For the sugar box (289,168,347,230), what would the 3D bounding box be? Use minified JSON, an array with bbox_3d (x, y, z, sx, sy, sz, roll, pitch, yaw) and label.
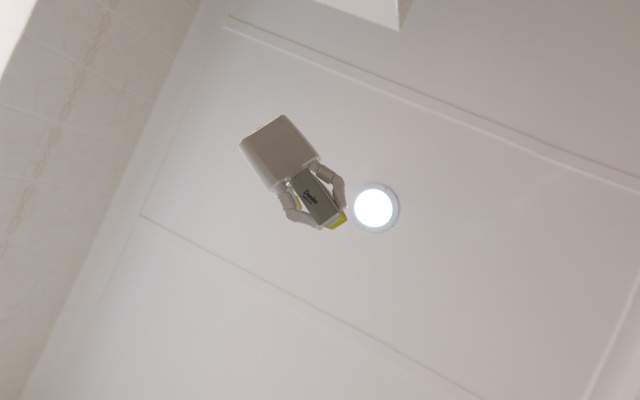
[{"bbox_3d":[0.000,0.003,0.856,0.048,0.093,0.176,-36,-10,6],"label":"sugar box"}]
